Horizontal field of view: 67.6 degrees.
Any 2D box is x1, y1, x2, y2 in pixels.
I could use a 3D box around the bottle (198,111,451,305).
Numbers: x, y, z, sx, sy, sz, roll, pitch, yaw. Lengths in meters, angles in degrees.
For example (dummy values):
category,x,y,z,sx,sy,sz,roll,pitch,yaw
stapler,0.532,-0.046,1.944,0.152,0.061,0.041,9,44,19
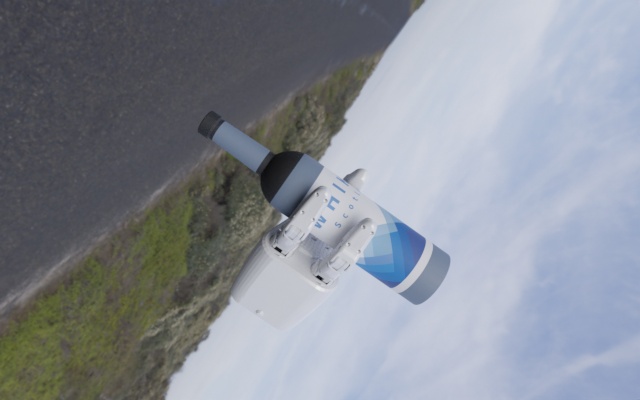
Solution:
category,x,y,z,sx,sy,sz,roll,pitch,yaw
bottle,0.000,0.002,0.508,0.296,0.069,0.069,35,-3,-5
